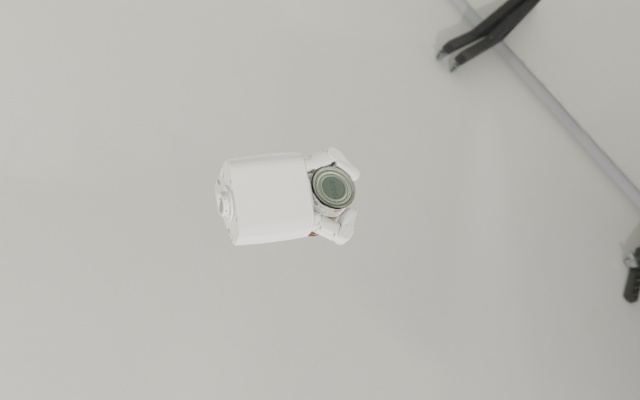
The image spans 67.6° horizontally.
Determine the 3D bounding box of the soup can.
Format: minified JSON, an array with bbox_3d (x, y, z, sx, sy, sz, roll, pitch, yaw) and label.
[{"bbox_3d":[0.001,0.002,0.697,0.068,0.068,0.102,0,-26,-24],"label":"soup can"}]
